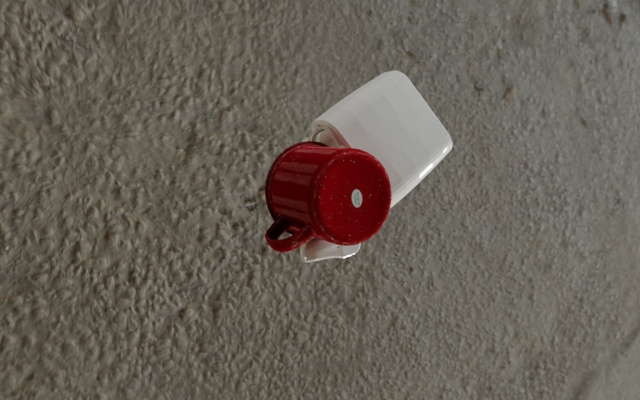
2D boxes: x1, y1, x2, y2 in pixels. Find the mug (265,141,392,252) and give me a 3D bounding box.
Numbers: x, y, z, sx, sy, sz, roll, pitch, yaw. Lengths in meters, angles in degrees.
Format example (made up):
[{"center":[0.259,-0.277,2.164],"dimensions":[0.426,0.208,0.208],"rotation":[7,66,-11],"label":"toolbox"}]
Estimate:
[{"center":[-0.001,0.002,0.419],"dimensions":[0.117,0.093,0.081],"rotation":[-41,23,-18],"label":"mug"}]
